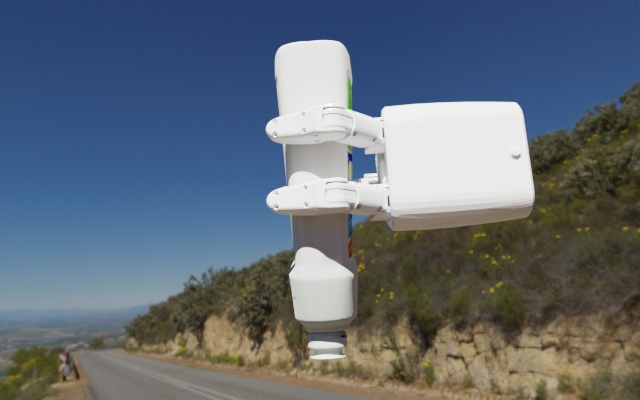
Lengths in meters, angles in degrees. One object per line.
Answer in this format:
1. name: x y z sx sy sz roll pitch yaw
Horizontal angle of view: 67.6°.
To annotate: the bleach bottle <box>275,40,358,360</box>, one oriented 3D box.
1. bleach bottle: 0.000 0.001 0.405 0.068 0.250 0.102 -4 -11 3
